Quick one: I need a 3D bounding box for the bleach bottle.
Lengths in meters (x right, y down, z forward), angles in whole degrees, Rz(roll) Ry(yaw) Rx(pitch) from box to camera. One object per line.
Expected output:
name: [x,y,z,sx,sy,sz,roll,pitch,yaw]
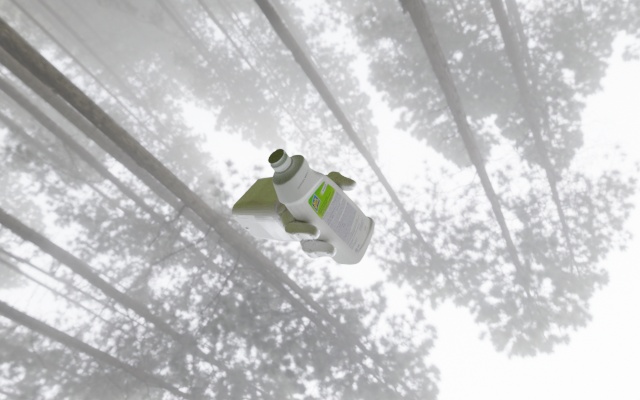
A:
bleach bottle: [0.000,0.003,0.770,0.068,0.102,0.251,-1,-36,37]
